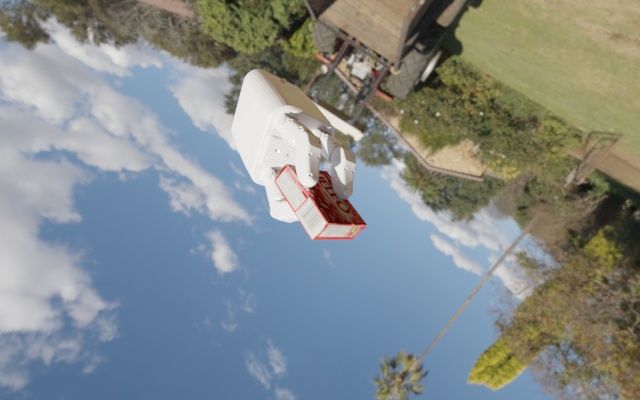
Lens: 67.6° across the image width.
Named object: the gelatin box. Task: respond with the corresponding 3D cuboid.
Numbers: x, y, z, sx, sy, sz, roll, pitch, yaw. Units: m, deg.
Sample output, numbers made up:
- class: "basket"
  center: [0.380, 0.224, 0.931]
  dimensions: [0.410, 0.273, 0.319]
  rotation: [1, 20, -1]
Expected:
- class: "gelatin box"
  center: [0.000, 0.002, 0.526]
  dimensions: [0.073, 0.089, 0.030]
  rotation: [6, -48, -52]
